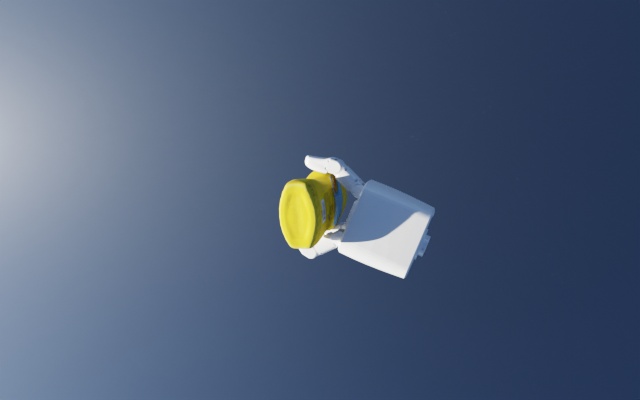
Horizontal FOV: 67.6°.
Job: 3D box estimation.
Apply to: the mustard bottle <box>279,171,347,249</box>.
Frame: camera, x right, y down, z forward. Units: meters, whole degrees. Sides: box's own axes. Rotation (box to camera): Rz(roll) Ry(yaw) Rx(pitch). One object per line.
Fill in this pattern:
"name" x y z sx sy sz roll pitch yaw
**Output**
"mustard bottle" 0.000 0.002 0.736 0.058 0.096 0.191 -1 12 20
